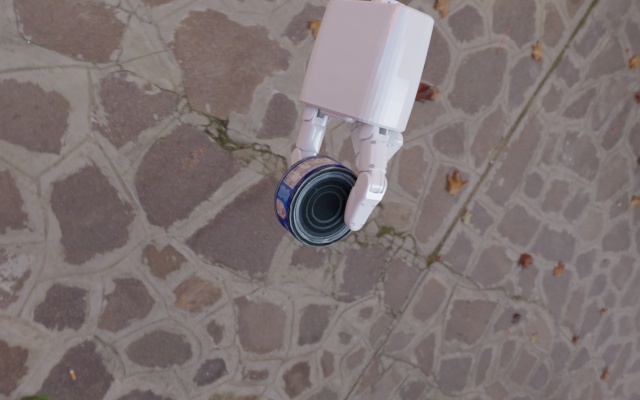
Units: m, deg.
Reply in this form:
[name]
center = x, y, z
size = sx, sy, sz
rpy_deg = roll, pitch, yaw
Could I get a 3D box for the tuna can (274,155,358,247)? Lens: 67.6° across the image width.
[tuna can]
center = 0.000, 0.002, 0.466
size = 0.086, 0.086, 0.033
rpy_deg = 0, 21, -31
